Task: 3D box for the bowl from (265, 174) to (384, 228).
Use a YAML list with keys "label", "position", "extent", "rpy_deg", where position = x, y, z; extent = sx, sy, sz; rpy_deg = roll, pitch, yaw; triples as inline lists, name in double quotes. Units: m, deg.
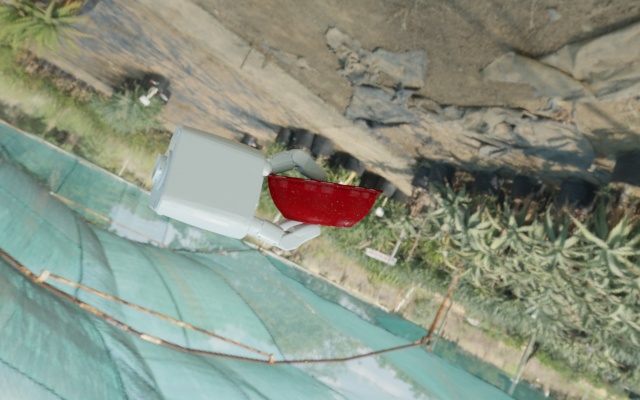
- label: "bowl"
  position: [0.001, 0.003, 0.633]
  extent: [0.162, 0.055, 0.162]
  rpy_deg: [8, 2, 0]
